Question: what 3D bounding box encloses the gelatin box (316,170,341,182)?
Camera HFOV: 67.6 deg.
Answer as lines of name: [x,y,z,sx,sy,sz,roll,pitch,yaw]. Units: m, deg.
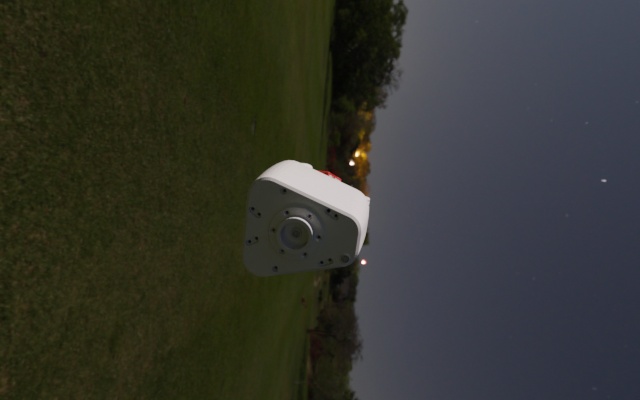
gelatin box: [0.001,0.002,0.610,0.030,0.073,0.089,9,-1,13]
